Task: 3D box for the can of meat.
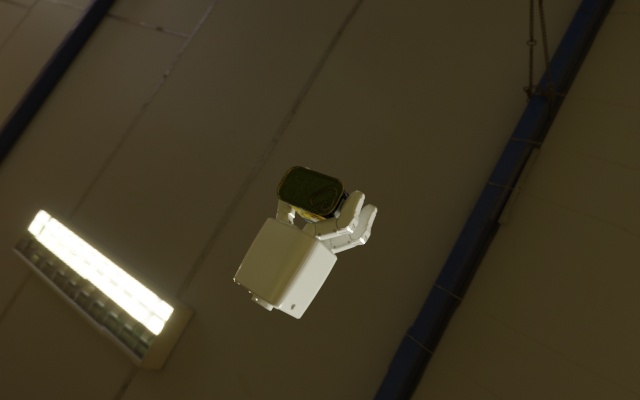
[{"bbox_3d":[0.000,0.002,0.697,0.102,0.057,0.084,20,-15,33],"label":"can of meat"}]
